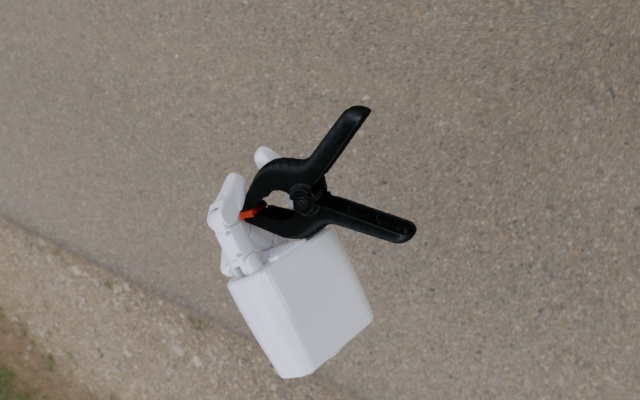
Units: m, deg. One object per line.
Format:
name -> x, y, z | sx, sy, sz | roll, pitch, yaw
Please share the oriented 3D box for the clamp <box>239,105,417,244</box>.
clamp -> 0.000, 0.002, 0.427 | 0.171, 0.120, 0.039 | -23, 6, 39
